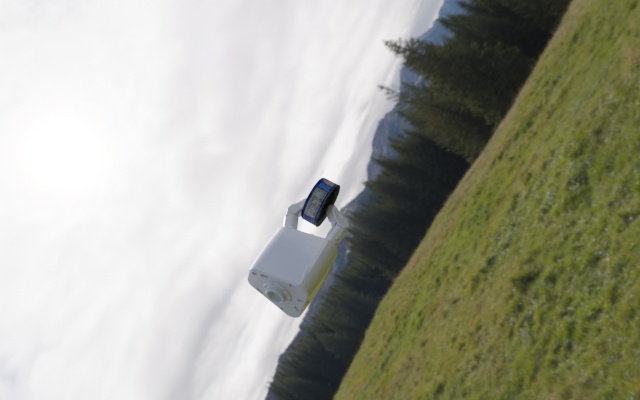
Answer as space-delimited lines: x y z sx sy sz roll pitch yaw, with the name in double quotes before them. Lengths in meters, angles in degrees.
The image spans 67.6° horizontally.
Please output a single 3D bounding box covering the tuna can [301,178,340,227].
"tuna can" 0.000 0.002 0.853 0.034 0.086 0.086 28 6 12
